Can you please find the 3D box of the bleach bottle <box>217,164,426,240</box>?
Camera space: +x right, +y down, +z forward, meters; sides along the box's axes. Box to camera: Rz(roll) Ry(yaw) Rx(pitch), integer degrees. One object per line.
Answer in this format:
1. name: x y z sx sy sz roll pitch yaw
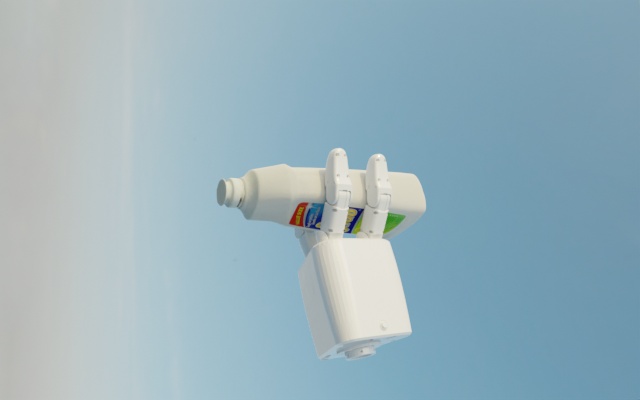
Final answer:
1. bleach bottle: 0.000 0.002 0.560 0.251 0.068 0.103 3 -29 -32
